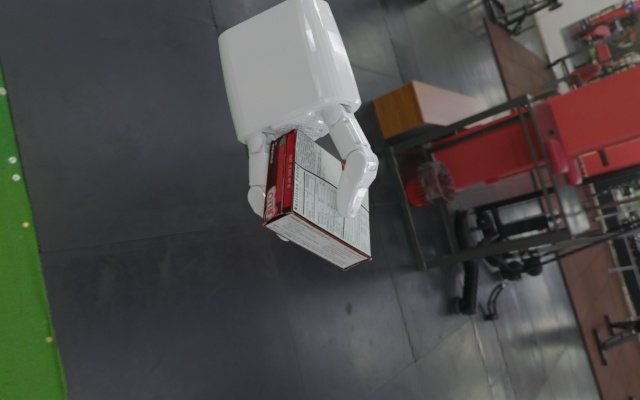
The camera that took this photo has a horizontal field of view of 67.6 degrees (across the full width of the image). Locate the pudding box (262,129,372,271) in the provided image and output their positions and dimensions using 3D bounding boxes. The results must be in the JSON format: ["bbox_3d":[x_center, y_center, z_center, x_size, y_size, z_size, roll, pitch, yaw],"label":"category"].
[{"bbox_3d":[0.000,0.001,0.437,0.039,0.090,0.113,-25,-42,35],"label":"pudding box"}]
